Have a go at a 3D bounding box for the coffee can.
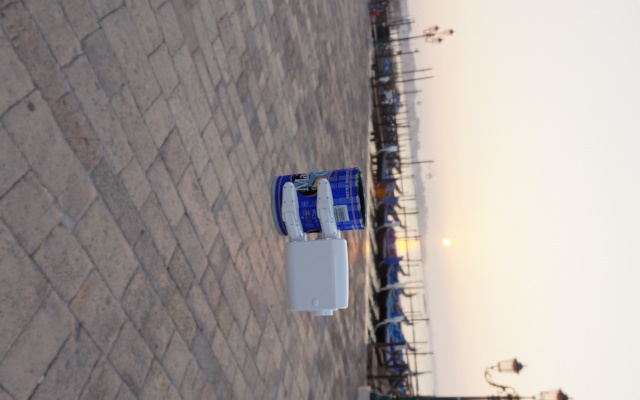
[{"bbox_3d":[0.000,0.002,0.786,0.140,0.103,0.103,-6,-1,11],"label":"coffee can"}]
